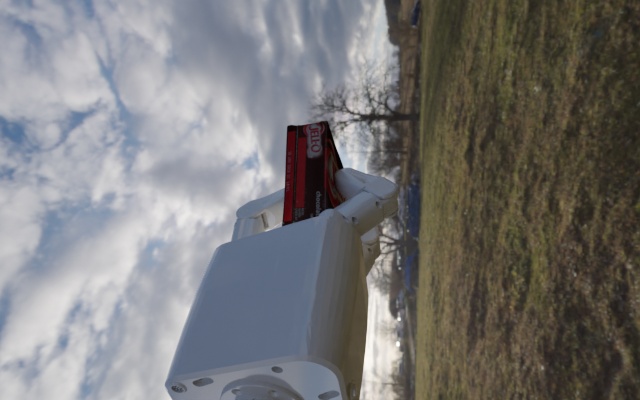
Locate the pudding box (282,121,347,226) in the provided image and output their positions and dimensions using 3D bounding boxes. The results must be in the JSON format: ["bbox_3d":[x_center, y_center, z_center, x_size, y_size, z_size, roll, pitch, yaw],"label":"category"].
[{"bbox_3d":[0.000,0.001,0.402,0.039,0.090,0.113,-2,-24,10],"label":"pudding box"}]
